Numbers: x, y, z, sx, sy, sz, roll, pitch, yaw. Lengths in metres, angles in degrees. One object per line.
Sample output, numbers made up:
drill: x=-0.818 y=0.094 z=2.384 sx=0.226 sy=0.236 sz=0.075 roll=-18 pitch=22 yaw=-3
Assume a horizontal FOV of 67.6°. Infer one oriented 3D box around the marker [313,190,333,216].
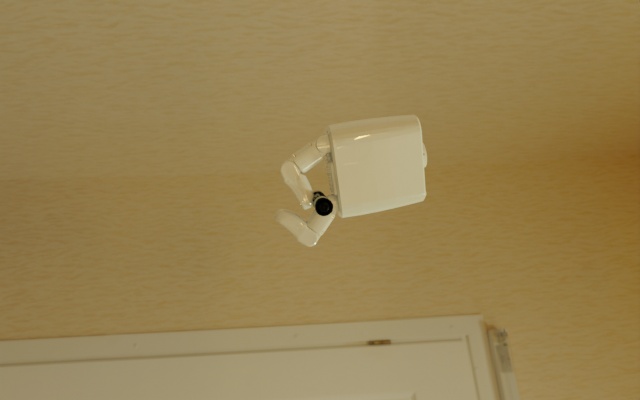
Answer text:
marker: x=0.000 y=0.002 z=0.542 sx=0.020 sy=0.020 sz=0.121 roll=0 pitch=5 yaw=-4
